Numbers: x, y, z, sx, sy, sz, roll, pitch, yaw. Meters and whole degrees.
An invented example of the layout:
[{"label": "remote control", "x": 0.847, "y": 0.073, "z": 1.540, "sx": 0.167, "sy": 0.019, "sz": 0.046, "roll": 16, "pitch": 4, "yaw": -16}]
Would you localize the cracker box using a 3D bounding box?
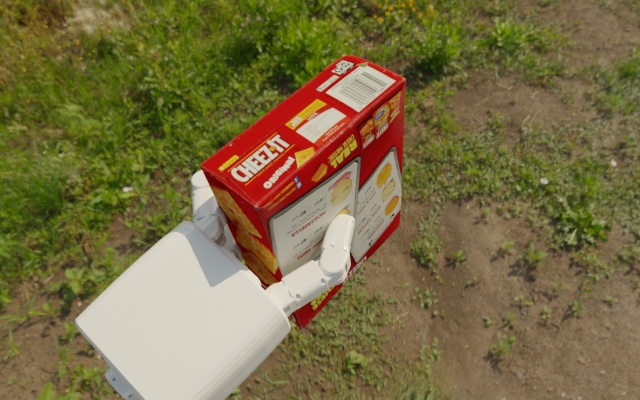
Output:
[{"label": "cracker box", "x": 0.000, "y": 0.001, "z": 0.440, "sx": 0.072, "sy": 0.164, "sz": 0.214, "roll": 35, "pitch": -25, "yaw": 28}]
